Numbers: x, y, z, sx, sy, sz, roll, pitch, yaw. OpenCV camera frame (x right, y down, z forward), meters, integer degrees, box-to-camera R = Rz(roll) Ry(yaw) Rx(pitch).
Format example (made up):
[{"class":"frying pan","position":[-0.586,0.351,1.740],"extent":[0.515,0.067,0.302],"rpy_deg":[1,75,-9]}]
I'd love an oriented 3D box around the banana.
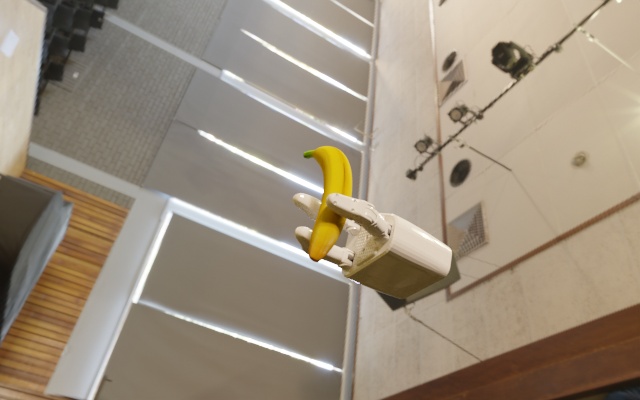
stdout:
[{"class":"banana","position":[0.012,-0.011,0.621],"extent":[0.037,0.197,0.070],"rpy_deg":[30,-53,-29]}]
